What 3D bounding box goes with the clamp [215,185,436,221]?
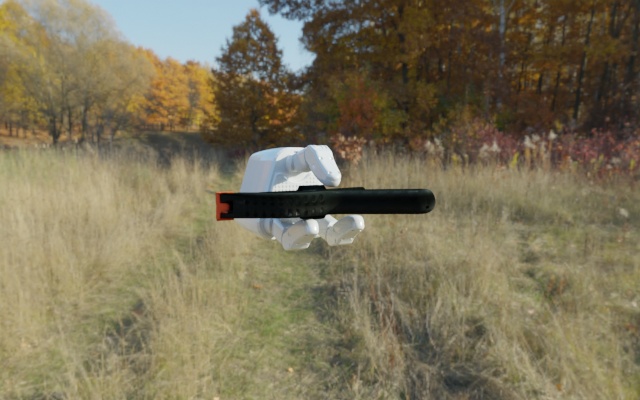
[{"bbox_3d":[-0.001,0.001,0.497,0.210,0.036,0.164,-3,2,-28],"label":"clamp"}]
